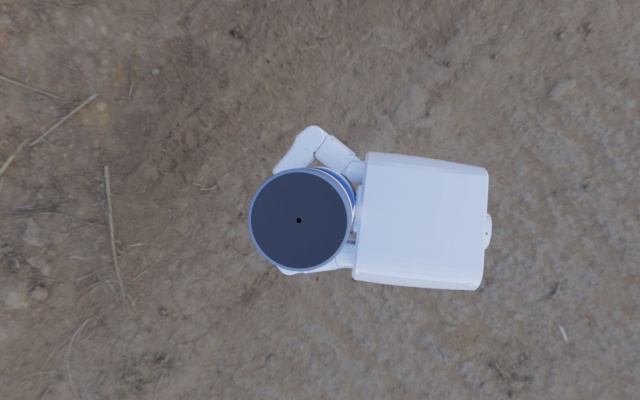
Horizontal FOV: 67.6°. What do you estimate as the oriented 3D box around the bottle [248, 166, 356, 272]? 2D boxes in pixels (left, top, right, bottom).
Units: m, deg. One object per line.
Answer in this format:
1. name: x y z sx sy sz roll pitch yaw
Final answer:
1. bottle: 0.000 0.001 0.448 0.069 0.069 0.295 0 4 5
